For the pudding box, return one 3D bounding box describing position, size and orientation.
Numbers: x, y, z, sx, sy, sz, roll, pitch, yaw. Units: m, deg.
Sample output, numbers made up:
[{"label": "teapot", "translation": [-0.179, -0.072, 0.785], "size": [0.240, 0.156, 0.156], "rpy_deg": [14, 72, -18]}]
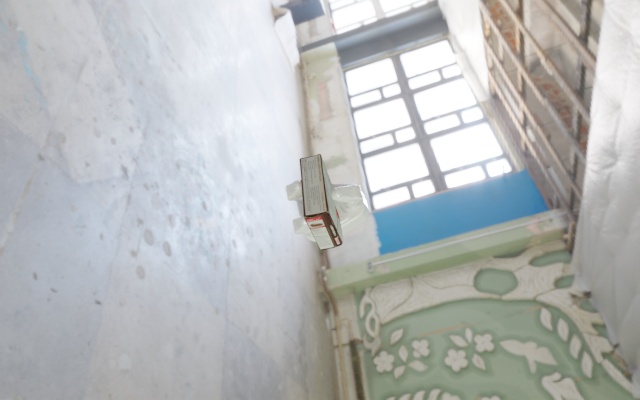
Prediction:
[{"label": "pudding box", "translation": [0.000, 0.002, 0.702], "size": [0.039, 0.113, 0.090], "rpy_deg": [-15, -40, 8]}]
